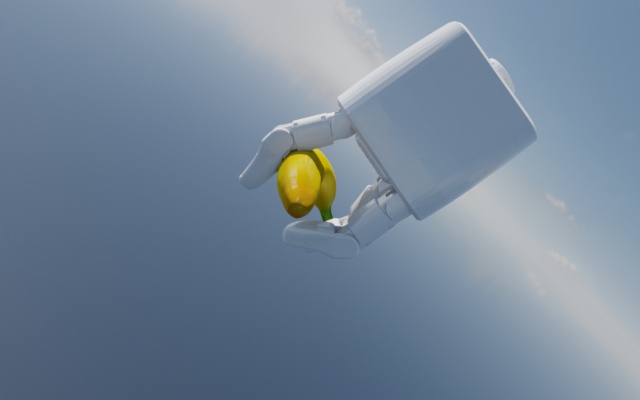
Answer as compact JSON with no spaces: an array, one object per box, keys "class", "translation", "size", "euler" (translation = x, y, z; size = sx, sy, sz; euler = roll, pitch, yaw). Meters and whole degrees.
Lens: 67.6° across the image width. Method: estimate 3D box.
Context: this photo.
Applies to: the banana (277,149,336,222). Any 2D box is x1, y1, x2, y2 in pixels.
[{"class":"banana","translation":[-0.007,-0.015,0.419],"size":[0.037,0.069,0.198],"euler":[-24,-8,7]}]
